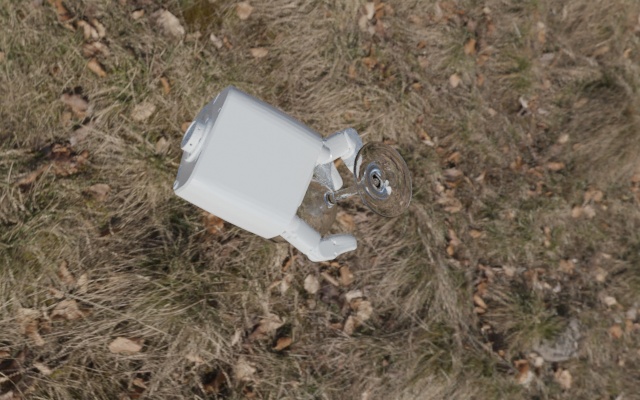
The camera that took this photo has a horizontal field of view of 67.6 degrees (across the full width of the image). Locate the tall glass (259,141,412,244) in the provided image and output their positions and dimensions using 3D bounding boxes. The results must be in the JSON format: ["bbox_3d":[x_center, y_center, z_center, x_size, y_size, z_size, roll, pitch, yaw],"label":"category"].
[{"bbox_3d":[0.001,0.002,0.521,0.079,0.079,0.201,0,-13,-37],"label":"tall glass"}]
